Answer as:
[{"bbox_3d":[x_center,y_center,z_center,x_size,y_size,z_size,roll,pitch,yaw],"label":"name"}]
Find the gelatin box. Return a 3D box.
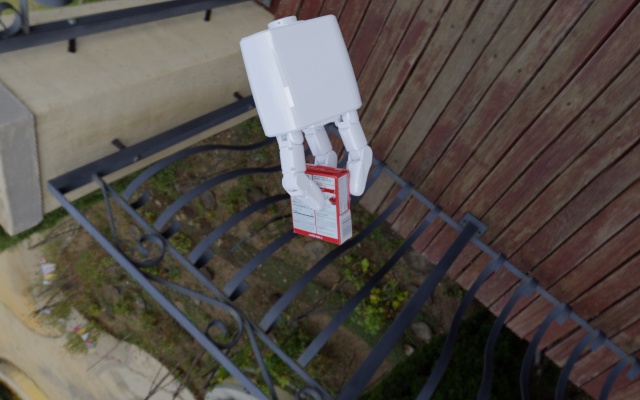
[{"bbox_3d":[0.000,0.002,0.577,0.073,0.089,0.030,12,26,35],"label":"gelatin box"}]
